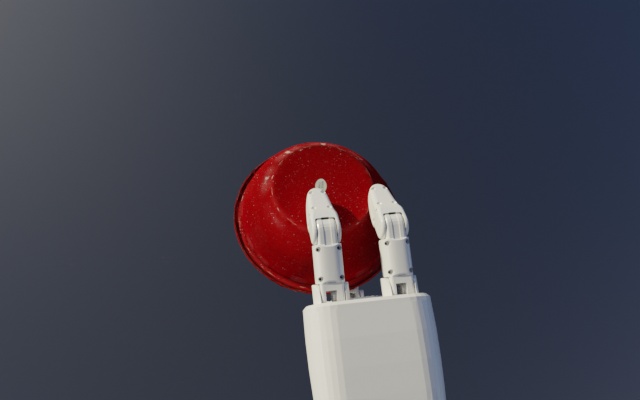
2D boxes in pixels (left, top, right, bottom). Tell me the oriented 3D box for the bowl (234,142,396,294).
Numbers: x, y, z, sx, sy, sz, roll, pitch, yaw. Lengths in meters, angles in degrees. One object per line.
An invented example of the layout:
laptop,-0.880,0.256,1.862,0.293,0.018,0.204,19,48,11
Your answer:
bowl,0.000,0.000,0.443,0.162,0.162,0.055,0,-30,-6
